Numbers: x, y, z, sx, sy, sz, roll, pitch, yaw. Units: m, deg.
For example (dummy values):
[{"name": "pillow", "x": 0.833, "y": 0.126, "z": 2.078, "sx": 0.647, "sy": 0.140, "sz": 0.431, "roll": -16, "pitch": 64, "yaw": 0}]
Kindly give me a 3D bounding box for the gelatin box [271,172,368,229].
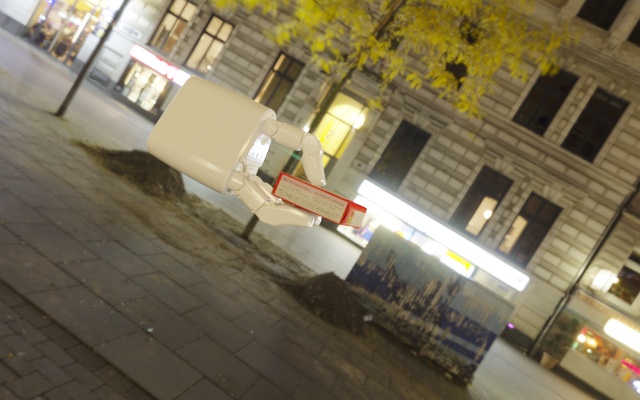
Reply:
[{"name": "gelatin box", "x": 0.001, "y": 0.001, "z": 0.529, "sx": 0.089, "sy": 0.030, "sz": 0.073, "roll": 23, "pitch": 1, "yaw": 20}]
